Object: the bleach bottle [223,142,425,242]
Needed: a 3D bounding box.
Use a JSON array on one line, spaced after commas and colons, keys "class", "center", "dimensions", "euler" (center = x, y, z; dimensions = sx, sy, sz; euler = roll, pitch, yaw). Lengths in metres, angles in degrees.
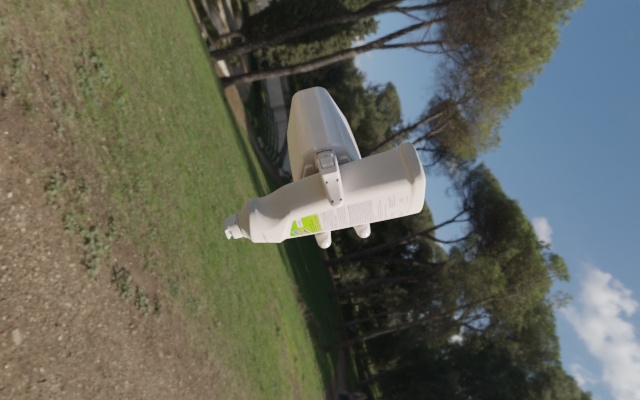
[{"class": "bleach bottle", "center": [0.000, 0.002, 0.602], "dimensions": [0.251, 0.068, 0.103], "euler": [-14, -31, 0]}]
